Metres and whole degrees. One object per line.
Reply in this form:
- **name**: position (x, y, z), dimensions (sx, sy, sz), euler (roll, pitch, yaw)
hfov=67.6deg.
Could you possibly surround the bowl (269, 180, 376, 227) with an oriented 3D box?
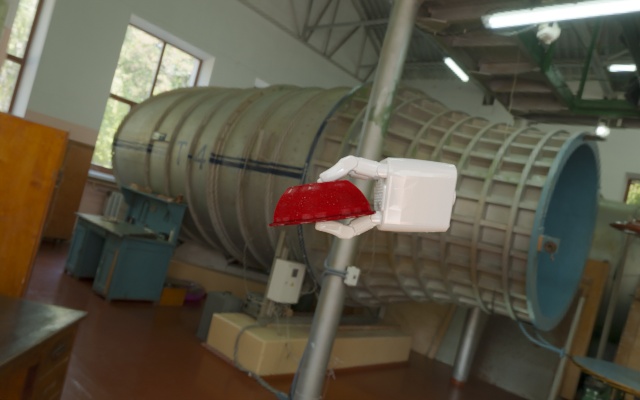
- **bowl**: position (-0.001, 0.002, 0.710), dimensions (0.162, 0.055, 0.162), euler (-7, 0, 0)
